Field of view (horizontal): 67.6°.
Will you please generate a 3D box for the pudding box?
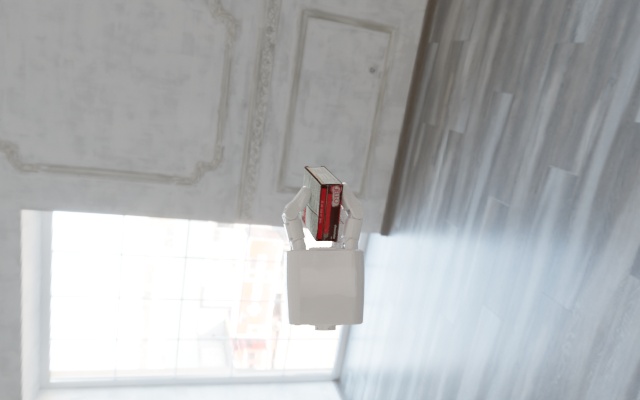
[{"bbox_3d":[0.000,0.002,0.731,0.039,0.090,0.113,1,18,-17],"label":"pudding box"}]
